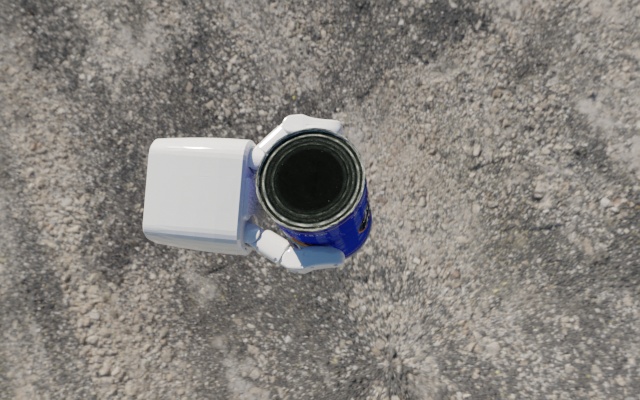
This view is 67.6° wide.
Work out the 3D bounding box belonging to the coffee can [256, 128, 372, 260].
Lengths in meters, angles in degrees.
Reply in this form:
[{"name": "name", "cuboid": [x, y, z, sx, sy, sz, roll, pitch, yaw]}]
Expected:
[{"name": "coffee can", "cuboid": [0.000, 0.002, 0.500, 0.103, 0.102, 0.140, 0, -19, 8]}]
